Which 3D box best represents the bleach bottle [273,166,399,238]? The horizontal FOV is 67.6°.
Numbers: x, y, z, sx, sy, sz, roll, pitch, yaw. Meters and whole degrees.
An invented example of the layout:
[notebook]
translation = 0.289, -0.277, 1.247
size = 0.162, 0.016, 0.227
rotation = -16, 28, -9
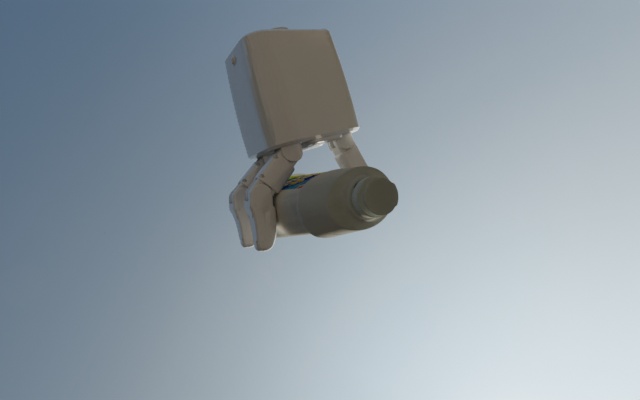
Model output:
[bleach bottle]
translation = 0.000, 0.002, 0.461
size = 0.102, 0.068, 0.251
rotation = -19, 5, -24
